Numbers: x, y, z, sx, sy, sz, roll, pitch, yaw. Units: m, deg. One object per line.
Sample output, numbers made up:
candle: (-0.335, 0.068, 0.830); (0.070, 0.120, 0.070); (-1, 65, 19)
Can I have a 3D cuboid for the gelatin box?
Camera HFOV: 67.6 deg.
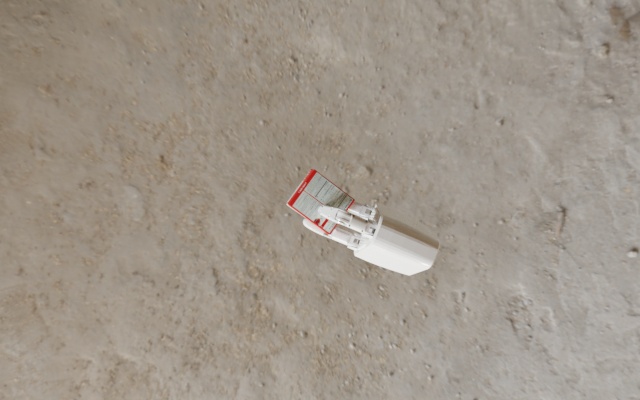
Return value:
gelatin box: (0.000, 0.002, 0.788); (0.089, 0.073, 0.030); (36, -4, -9)
